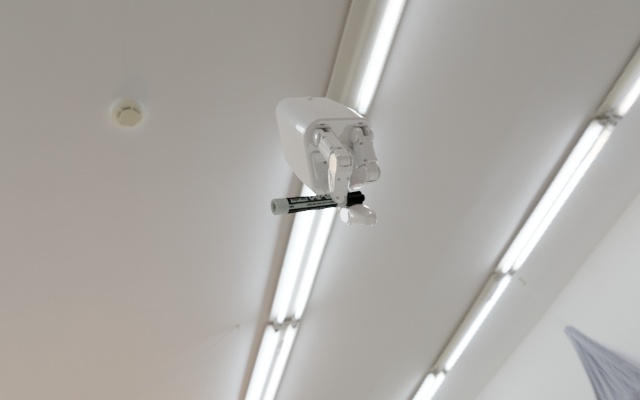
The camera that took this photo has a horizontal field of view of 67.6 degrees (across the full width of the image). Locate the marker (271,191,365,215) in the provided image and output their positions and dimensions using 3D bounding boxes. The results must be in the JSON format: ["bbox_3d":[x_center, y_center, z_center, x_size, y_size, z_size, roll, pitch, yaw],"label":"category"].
[{"bbox_3d":[0.000,0.002,0.566,0.121,0.020,0.020,-6,3,-27],"label":"marker"}]
